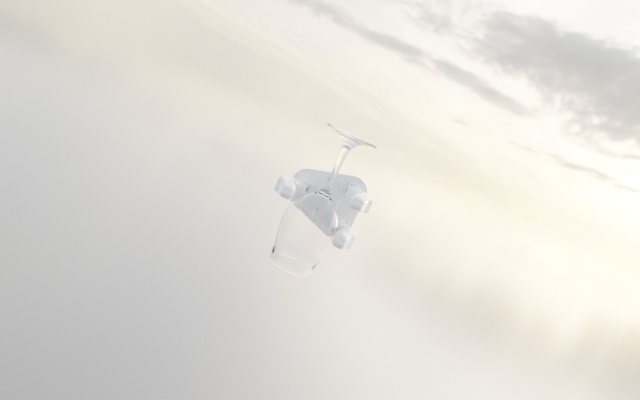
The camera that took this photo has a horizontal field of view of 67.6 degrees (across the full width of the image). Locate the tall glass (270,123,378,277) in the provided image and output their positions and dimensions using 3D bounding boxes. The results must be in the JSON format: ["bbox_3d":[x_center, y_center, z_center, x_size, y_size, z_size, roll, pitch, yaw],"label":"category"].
[{"bbox_3d":[0.000,0.001,0.647,0.079,0.201,0.079,25,10,-5],"label":"tall glass"}]
